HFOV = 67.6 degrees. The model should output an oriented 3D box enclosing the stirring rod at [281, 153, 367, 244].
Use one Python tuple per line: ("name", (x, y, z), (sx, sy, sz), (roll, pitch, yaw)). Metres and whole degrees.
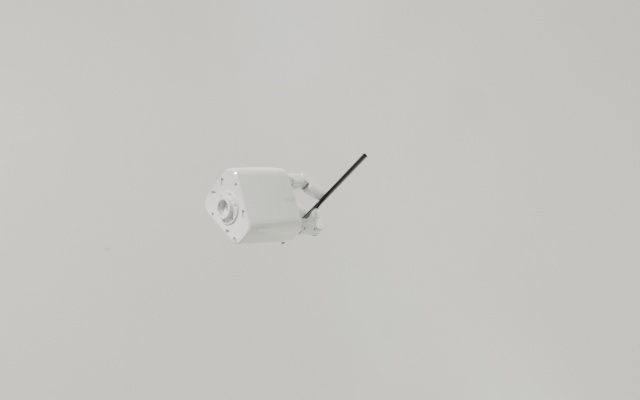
("stirring rod", (0.000, 0.003, 0.818), (0.011, 0.011, 0.240), (0, -38, -48))
